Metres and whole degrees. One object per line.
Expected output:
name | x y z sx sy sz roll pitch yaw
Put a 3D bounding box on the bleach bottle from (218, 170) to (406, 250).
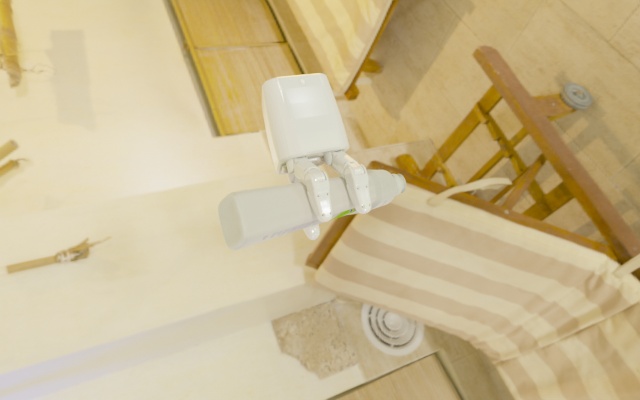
bleach bottle | 0.000 0.002 0.632 0.251 0.068 0.102 -13 -6 -26
